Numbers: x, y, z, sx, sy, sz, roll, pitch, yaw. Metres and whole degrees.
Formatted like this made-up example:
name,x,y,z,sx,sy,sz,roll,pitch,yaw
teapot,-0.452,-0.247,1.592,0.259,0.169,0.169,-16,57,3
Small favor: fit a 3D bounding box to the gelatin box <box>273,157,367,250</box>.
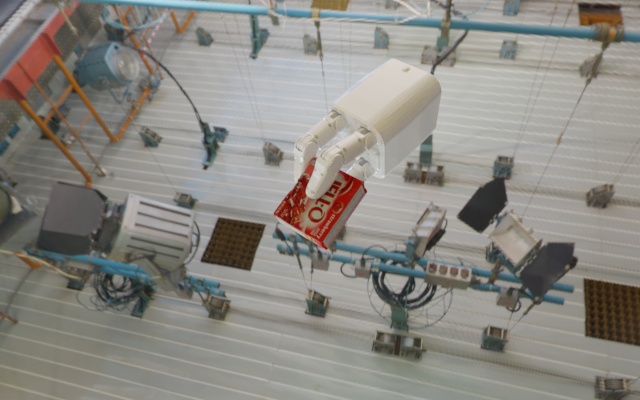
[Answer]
name,x,y,z,sx,sy,sz,roll,pitch,yaw
gelatin box,0.000,0.002,0.561,0.073,0.089,0.030,29,-14,26
